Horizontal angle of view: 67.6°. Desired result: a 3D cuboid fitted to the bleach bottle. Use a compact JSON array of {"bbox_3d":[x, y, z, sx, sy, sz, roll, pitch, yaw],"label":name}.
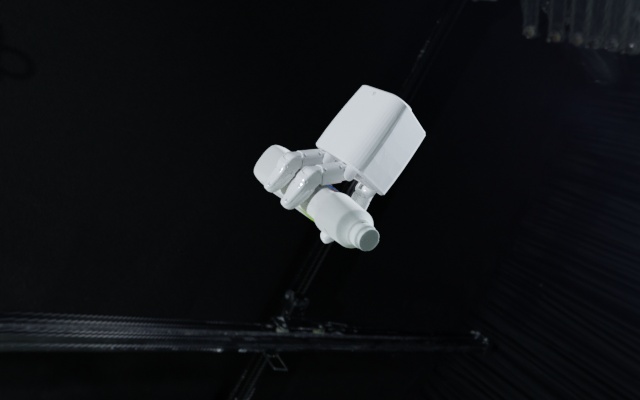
[{"bbox_3d":[0.000,0.002,0.648,0.103,0.068,0.250,36,1,-38],"label":"bleach bottle"}]
